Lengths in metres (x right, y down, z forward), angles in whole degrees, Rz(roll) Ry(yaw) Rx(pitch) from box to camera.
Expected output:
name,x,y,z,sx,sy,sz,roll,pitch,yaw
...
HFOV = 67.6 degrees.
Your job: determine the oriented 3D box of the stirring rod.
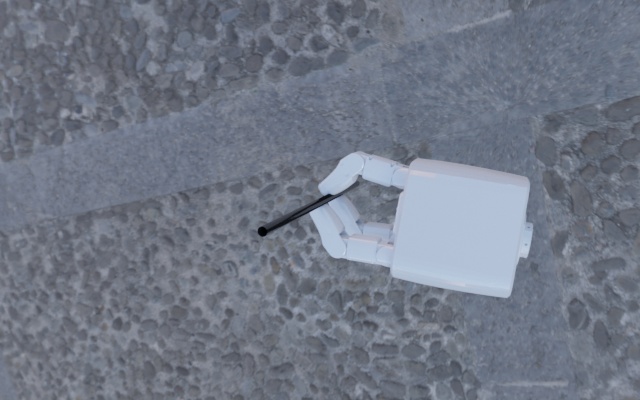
name,x,y,z,sx,sy,sz,roll,pitch,yaw
stirring rod,0.000,0.001,0.463,0.011,0.011,0.239,0,10,21
